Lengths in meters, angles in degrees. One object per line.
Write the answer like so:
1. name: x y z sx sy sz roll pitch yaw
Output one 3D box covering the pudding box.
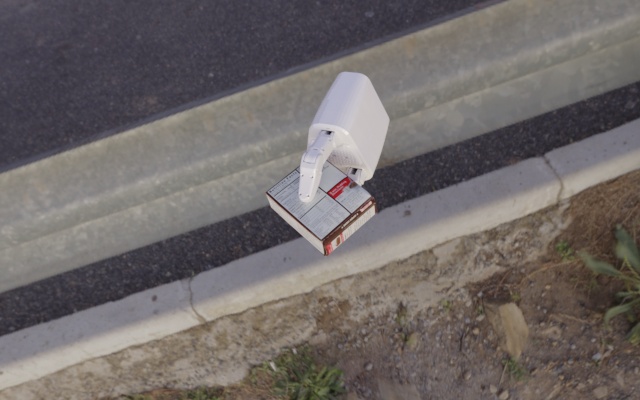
1. pudding box: 0.000 0.002 0.597 0.113 0.090 0.039 39 -19 33
